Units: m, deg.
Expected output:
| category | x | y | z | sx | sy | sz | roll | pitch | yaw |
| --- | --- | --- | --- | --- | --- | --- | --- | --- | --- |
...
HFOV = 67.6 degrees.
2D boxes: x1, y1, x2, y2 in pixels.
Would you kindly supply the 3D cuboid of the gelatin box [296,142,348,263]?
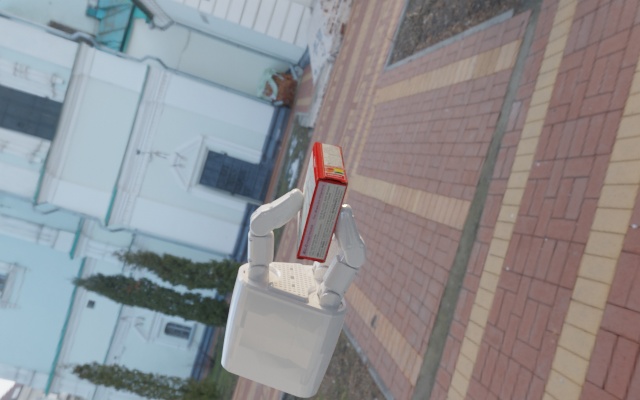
| category | x | y | z | sx | sy | sz | roll | pitch | yaw |
| --- | --- | --- | --- | --- | --- | --- | --- | --- | --- |
| gelatin box | 0.000 | 0.001 | 0.445 | 0.030 | 0.089 | 0.073 | 9 | 30 | -8 |
